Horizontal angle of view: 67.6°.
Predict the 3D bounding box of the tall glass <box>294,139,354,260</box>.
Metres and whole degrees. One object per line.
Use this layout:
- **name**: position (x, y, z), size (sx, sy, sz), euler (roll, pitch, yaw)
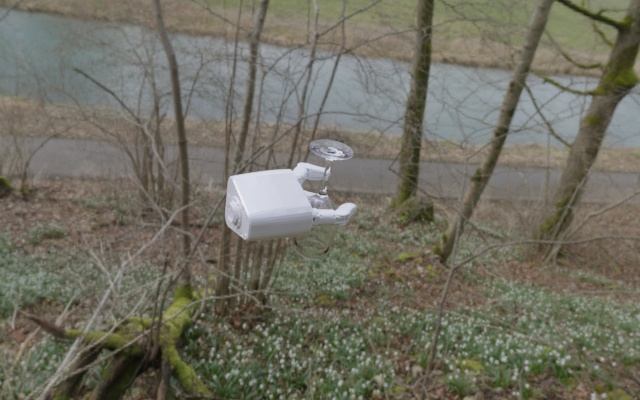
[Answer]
- **tall glass**: position (0.000, 0.002, 0.814), size (0.079, 0.201, 0.079), euler (8, 29, -5)
